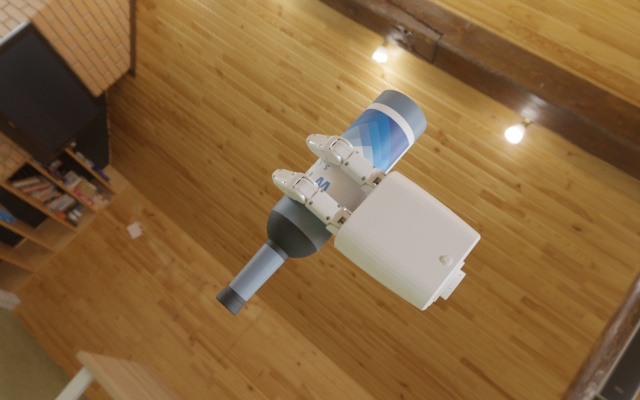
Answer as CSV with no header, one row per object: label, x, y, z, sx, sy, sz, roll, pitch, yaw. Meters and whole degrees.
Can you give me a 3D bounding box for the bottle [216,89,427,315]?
bottle,0.000,0.001,0.517,0.069,0.295,0.069,39,-15,13
